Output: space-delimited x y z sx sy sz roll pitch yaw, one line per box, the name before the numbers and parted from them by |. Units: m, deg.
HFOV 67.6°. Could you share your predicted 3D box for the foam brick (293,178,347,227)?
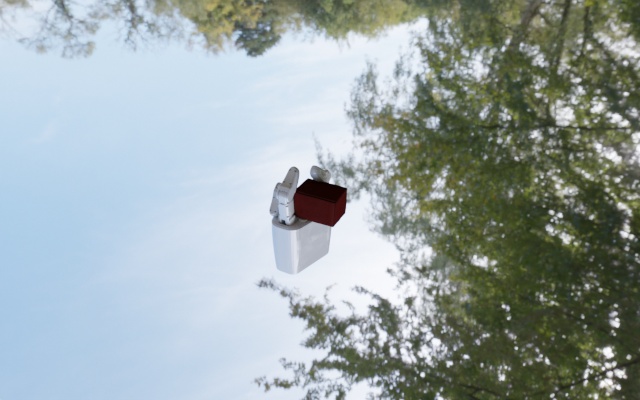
foam brick | 0.000 0.003 0.803 0.078 0.051 0.053 15 34 22
